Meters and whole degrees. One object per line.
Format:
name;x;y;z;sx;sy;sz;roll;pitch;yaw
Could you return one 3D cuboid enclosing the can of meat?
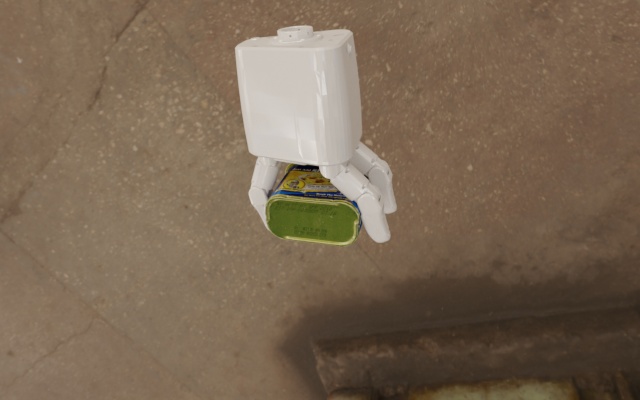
can of meat;0.000;0.002;0.506;0.102;0.057;0.084;5;29;12
